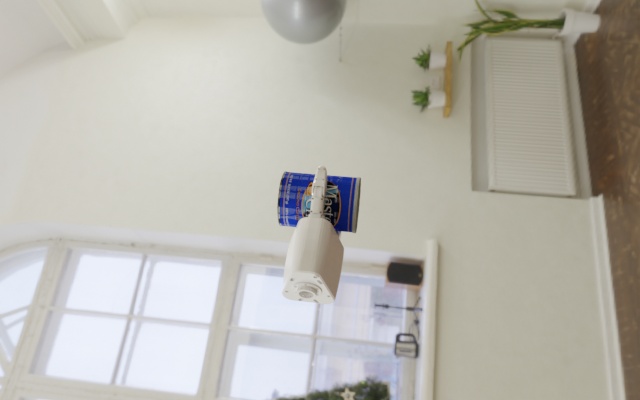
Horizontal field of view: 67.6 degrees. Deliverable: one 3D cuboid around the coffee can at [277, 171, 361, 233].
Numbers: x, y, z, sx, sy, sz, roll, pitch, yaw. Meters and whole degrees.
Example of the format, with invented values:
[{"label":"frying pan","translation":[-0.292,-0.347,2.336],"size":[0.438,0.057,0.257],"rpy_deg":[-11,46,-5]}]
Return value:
[{"label":"coffee can","translation":[0.000,0.003,0.876],"size":[0.140,0.103,0.103],"rpy_deg":[5,0,6]}]
